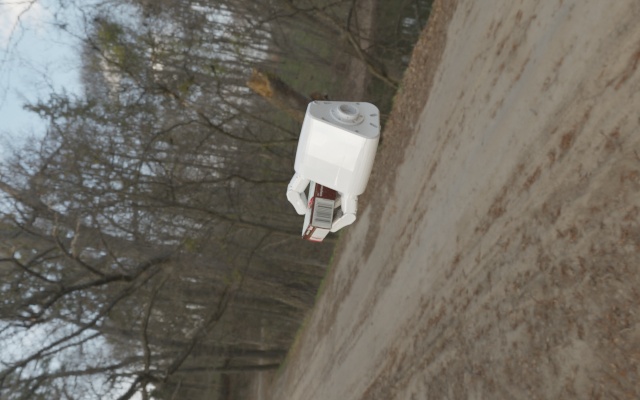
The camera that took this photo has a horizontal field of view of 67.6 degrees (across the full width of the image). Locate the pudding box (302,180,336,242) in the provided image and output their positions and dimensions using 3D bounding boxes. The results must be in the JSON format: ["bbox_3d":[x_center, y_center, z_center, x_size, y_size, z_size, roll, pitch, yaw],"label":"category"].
[{"bbox_3d":[0.000,0.003,0.781,0.039,0.113,0.090,12,-19,-5],"label":"pudding box"}]
